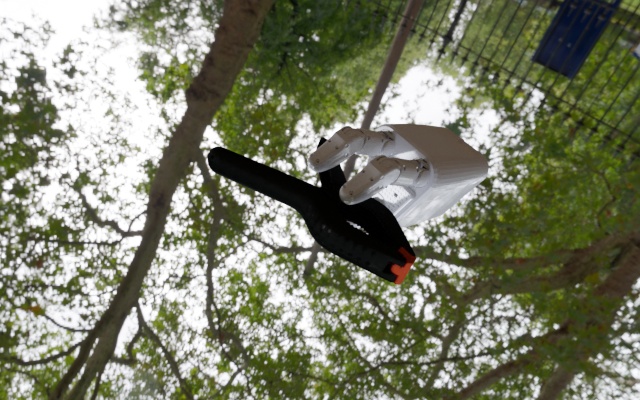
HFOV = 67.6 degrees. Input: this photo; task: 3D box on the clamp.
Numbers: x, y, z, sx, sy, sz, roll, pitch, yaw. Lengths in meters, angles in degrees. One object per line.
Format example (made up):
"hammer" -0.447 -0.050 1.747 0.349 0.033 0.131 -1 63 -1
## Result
"clamp" 0.000 0.002 0.457 0.164 0.036 0.210 -7 42 -40
